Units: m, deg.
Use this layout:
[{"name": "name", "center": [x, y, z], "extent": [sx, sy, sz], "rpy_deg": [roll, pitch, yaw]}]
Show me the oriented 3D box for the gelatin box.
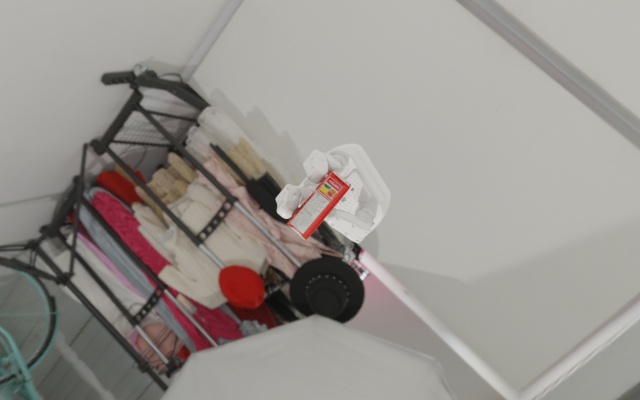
[{"name": "gelatin box", "center": [0.000, 0.002, 0.535], "extent": [0.030, 0.073, 0.089], "rpy_deg": [41, 6, 0]}]
